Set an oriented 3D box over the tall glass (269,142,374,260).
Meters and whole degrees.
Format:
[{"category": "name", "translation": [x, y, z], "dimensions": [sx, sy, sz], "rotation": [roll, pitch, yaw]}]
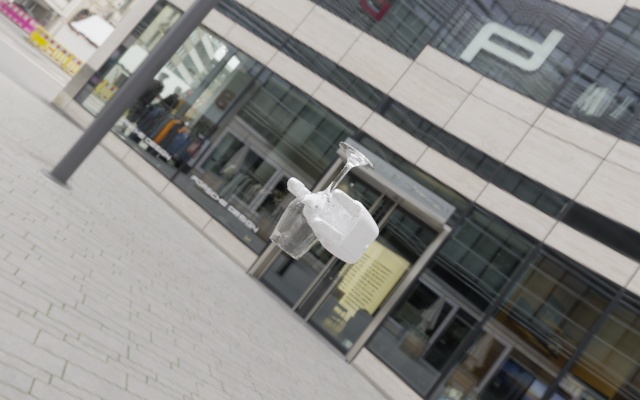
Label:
[{"category": "tall glass", "translation": [0.000, 0.002, 0.801], "dimensions": [0.079, 0.201, 0.079], "rotation": [38, -4, 4]}]
